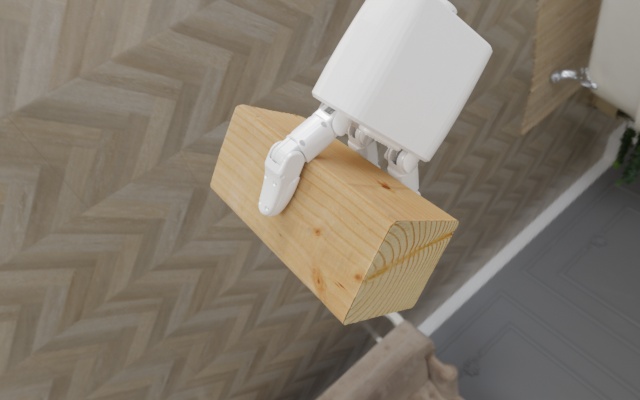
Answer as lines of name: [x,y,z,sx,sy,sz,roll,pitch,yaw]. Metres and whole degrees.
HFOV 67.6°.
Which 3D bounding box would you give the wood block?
wood block: [0.000,0.001,0.421,0.091,0.090,0.206,2,29,-45]
